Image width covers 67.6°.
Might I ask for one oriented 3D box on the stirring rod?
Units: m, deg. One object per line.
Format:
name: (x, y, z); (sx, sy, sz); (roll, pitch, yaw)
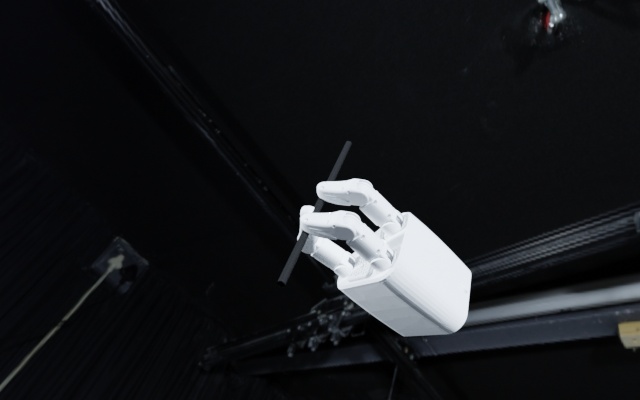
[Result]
stirring rod: (0.000, 0.002, 0.523); (0.011, 0.011, 0.239); (0, 38, 22)
